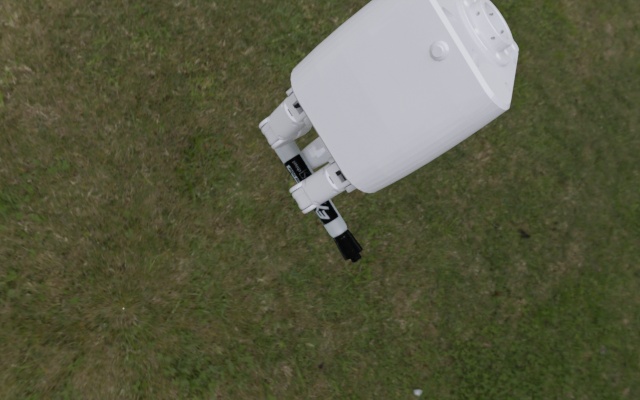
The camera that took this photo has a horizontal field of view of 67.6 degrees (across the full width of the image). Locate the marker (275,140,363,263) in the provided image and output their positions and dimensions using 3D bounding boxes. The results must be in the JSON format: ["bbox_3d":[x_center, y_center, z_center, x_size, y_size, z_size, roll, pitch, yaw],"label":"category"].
[{"bbox_3d":[0.000,0.001,0.416,0.020,0.121,0.020,-32,2,1],"label":"marker"}]
